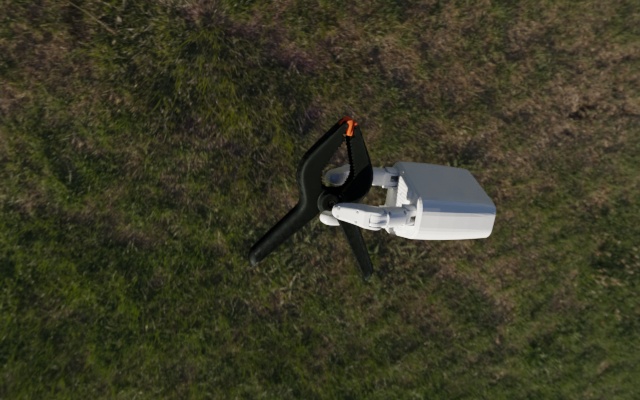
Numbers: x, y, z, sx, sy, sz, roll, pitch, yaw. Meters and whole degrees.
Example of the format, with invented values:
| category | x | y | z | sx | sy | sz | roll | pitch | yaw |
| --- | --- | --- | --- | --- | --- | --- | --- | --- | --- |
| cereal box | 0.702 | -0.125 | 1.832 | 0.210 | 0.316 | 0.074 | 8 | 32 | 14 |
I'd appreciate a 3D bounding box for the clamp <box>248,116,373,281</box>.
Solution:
| category | x | y | z | sx | sy | sz | roll | pitch | yaw |
| --- | --- | --- | --- | --- | --- | --- | --- | --- | --- |
| clamp | 0.001 | 0.002 | 0.580 | 0.164 | 0.210 | 0.036 | 3 | 20 | -14 |
